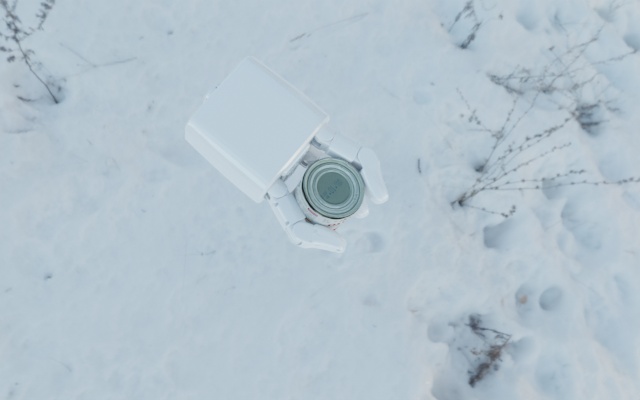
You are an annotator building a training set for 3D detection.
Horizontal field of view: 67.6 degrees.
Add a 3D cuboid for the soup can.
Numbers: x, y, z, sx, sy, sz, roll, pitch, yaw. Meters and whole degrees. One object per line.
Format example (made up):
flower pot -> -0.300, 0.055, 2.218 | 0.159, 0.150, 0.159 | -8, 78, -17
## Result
soup can -> 0.000, 0.002, 0.522 | 0.068, 0.068, 0.102 | 0, -18, -17
